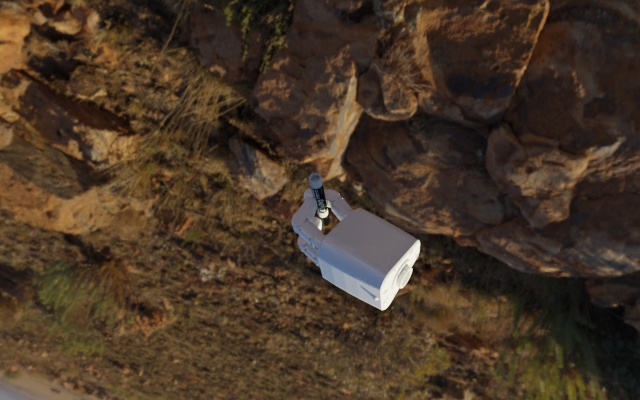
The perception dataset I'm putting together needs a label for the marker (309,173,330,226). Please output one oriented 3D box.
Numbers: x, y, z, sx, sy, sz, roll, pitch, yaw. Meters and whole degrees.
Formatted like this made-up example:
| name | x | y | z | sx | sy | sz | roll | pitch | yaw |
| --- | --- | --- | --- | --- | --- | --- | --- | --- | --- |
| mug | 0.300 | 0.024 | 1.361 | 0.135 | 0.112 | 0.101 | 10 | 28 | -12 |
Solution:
| name | x | y | z | sx | sy | sz | roll | pitch | yaw |
| --- | --- | --- | --- | --- | --- | --- | --- | --- | --- |
| marker | 0.000 | 0.002 | 0.736 | 0.020 | 0.020 | 0.121 | 0 | -36 | 9 |
